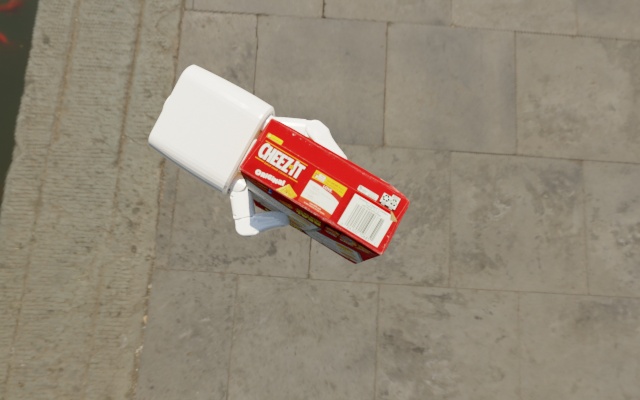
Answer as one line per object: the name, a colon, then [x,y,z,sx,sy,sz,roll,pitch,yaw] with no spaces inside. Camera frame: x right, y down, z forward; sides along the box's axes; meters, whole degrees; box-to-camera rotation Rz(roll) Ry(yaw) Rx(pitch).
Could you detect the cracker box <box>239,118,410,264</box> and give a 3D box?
cracker box: [0.000,0.002,0.564,0.164,0.072,0.214,31,-10,3]
